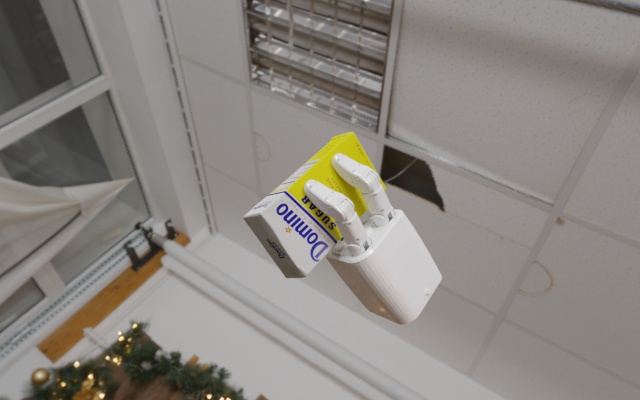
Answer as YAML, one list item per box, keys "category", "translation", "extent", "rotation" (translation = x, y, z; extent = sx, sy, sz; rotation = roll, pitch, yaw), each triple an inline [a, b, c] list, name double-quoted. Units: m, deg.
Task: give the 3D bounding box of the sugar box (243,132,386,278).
- category: "sugar box"
  translation: [0.001, 0.002, 0.575]
  extent: [0.048, 0.093, 0.176]
  rotation: [-13, 27, 49]
